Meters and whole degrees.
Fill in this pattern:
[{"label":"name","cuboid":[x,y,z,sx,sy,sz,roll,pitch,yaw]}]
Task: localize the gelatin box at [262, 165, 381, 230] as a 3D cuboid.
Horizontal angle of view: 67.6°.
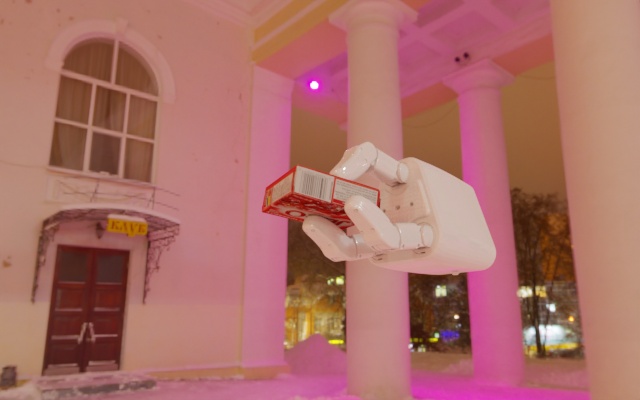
[{"label":"gelatin box","cuboid":[0.000,0.001,0.446,0.089,0.030,0.073,16,-21,-24]}]
